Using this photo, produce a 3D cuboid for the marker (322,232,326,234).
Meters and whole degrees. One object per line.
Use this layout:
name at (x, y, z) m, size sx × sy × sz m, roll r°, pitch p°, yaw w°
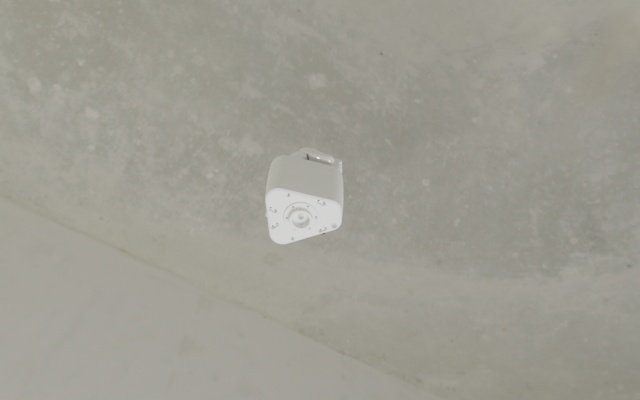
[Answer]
marker at (0.000, 0.003, 0.778) m, size 0.020 × 0.121 × 0.020 m, roll -3°, pitch 29°, yaw 2°
